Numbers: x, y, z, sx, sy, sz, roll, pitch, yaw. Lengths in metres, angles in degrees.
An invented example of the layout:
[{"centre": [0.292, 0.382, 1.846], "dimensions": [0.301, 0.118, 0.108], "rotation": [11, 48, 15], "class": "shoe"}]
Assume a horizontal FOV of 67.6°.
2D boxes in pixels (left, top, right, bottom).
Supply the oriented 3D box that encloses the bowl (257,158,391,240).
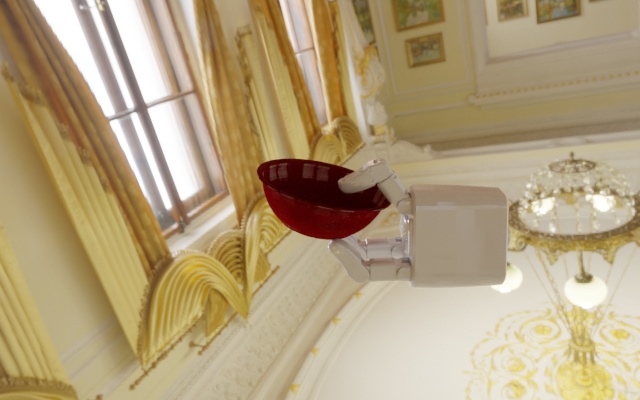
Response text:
[{"centre": [-0.001, 0.002, 0.567], "dimensions": [0.162, 0.055, 0.162], "rotation": [12, 21, -5], "class": "bowl"}]
